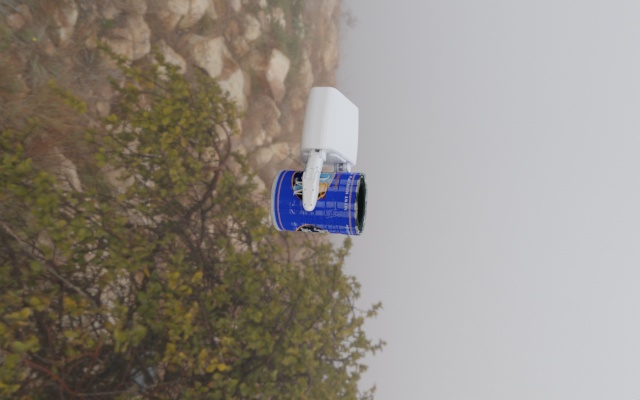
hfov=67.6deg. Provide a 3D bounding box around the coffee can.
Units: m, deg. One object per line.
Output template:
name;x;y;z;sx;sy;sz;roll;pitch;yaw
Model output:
coffee can;0.000;0.003;0.786;0.140;0.103;0.103;3;1;14
